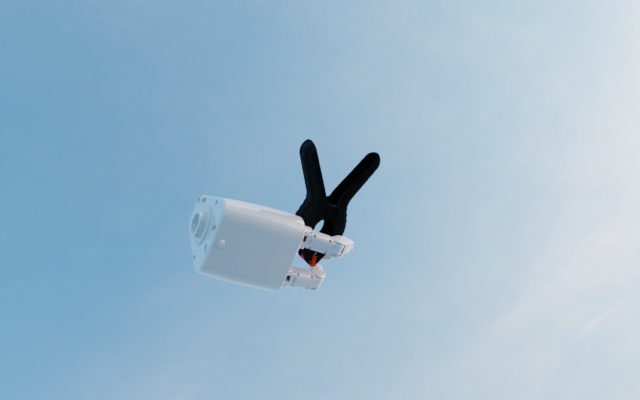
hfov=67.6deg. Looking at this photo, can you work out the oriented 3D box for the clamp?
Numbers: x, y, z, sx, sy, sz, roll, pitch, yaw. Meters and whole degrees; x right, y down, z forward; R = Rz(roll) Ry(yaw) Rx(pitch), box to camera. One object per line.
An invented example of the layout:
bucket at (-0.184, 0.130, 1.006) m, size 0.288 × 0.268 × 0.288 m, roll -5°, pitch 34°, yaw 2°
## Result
clamp at (0.000, 0.002, 0.612) m, size 0.120 × 0.171 × 0.039 m, roll 18°, pitch 11°, yaw -32°
